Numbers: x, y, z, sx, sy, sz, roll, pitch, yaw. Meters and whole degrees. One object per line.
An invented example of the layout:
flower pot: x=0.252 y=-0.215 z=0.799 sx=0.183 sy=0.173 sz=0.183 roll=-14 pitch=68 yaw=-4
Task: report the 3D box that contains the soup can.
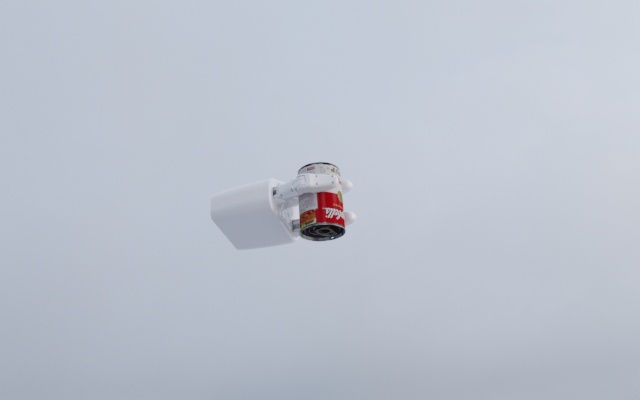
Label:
soup can: x=0.001 y=0.002 z=0.716 sx=0.068 sy=0.102 sz=0.068 roll=-3 pitch=-25 yaw=-1
